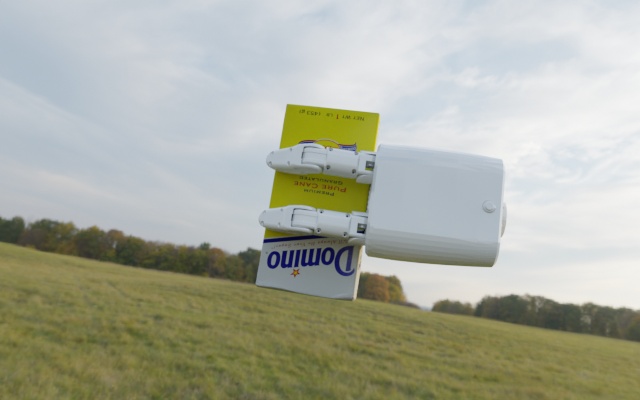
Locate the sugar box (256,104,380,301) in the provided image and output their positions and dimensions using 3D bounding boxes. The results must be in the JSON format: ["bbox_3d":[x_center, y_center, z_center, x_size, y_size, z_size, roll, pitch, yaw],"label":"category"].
[{"bbox_3d":[0.000,0.001,0.455,0.093,0.176,0.048,7,-11,9],"label":"sugar box"}]
